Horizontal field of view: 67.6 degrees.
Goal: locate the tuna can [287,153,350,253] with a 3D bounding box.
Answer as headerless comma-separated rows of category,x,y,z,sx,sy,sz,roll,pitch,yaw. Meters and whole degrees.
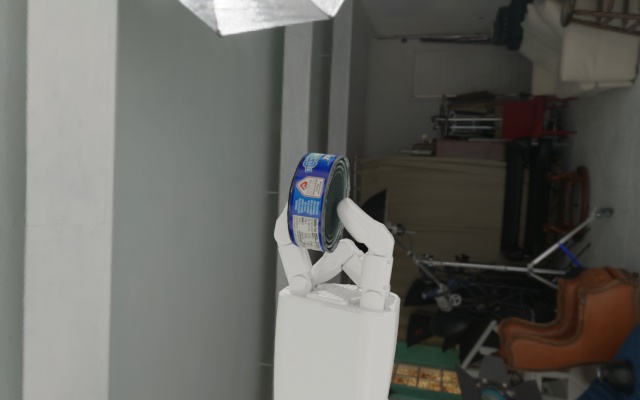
tuna can,0.000,0.001,0.420,0.034,0.086,0.086,8,2,15
